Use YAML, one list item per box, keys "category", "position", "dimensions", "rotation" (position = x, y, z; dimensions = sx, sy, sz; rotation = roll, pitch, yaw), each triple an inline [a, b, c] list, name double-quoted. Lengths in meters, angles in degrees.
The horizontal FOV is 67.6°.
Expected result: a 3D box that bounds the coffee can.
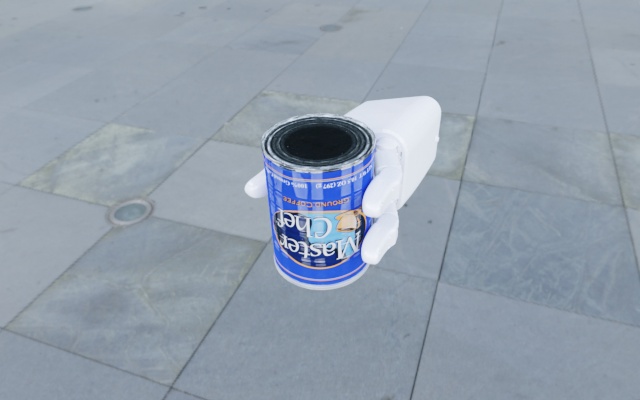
- category: "coffee can"
  position: [0.000, 0.002, 0.464]
  dimensions: [0.103, 0.140, 0.102]
  rotation: [-1, 36, 1]
